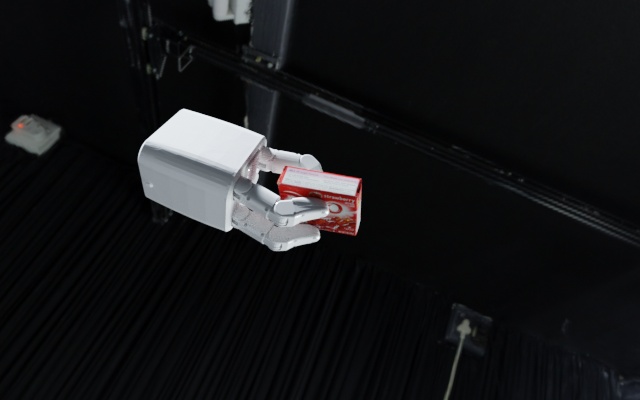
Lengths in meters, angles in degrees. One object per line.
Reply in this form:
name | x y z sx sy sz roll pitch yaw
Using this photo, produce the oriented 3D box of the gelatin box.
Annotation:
gelatin box | 0.001 0.001 0.534 0.089 0.030 0.073 10 -36 10
